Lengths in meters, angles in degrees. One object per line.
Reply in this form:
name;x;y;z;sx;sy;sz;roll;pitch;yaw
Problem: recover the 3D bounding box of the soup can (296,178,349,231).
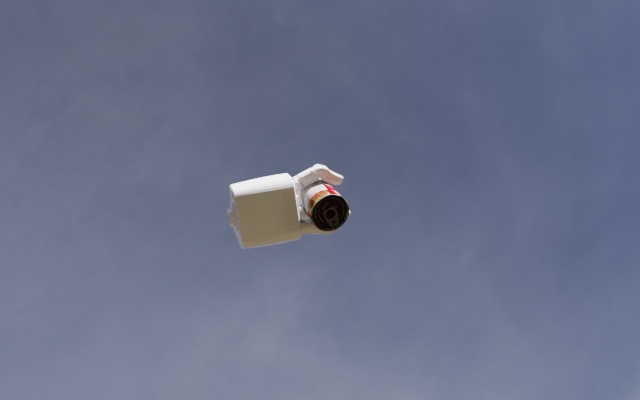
soup can;0.000;0.002;0.843;0.068;0.068;0.102;0;22;-21
